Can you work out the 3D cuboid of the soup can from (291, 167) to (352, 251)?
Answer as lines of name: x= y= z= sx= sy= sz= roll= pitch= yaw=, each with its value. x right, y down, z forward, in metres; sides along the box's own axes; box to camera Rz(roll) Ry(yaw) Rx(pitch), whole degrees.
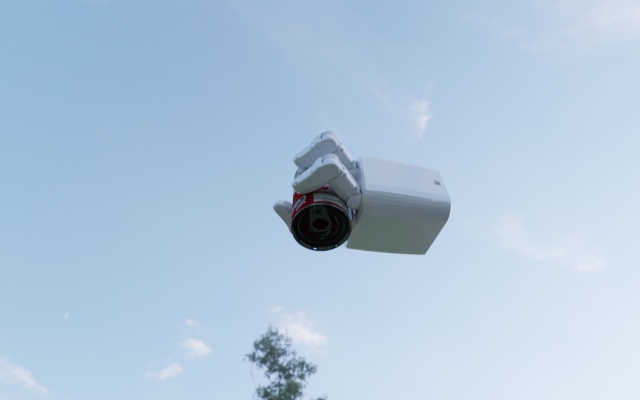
soup can: x=0.000 y=0.002 z=0.571 sx=0.068 sy=0.069 sz=0.102 roll=0 pitch=36 yaw=-1
